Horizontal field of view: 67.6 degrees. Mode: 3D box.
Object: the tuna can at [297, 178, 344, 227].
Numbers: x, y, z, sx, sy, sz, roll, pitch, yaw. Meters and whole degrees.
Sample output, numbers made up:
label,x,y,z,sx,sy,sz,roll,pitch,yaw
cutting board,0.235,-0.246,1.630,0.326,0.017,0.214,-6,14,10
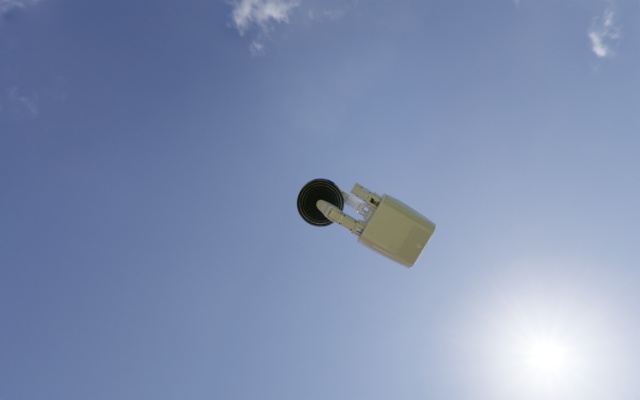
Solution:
label,x,y,z,sx,sy,sz,roll,pitch,yaw
tuna can,0.000,0.003,0.872,0.086,0.086,0.033,0,10,1
